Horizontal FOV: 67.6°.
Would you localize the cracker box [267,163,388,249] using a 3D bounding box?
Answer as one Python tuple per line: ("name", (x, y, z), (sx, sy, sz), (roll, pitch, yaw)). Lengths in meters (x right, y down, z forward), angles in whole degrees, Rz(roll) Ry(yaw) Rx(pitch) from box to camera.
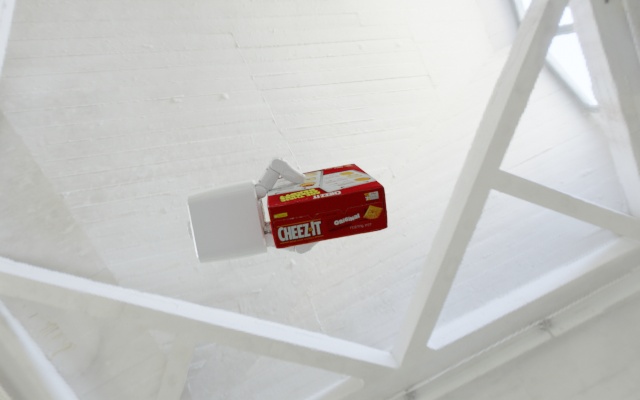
("cracker box", (0.000, 0.002, 0.754), (0.164, 0.072, 0.213), (-11, 14, -4))
